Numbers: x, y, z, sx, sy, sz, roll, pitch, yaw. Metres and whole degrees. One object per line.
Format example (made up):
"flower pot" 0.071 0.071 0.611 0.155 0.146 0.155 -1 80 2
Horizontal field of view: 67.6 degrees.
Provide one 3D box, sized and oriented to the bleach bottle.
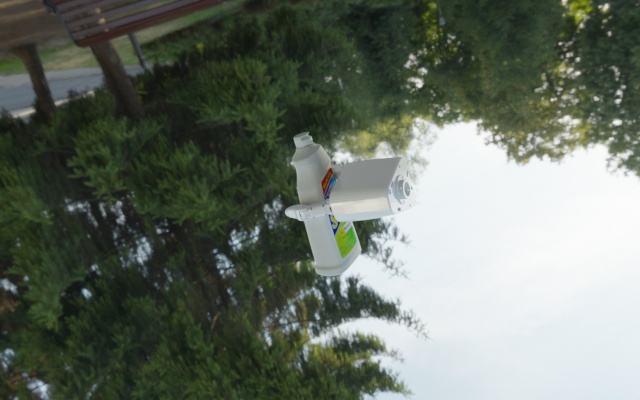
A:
"bleach bottle" 0.000 0.003 0.859 0.068 0.251 0.102 -5 22 35
